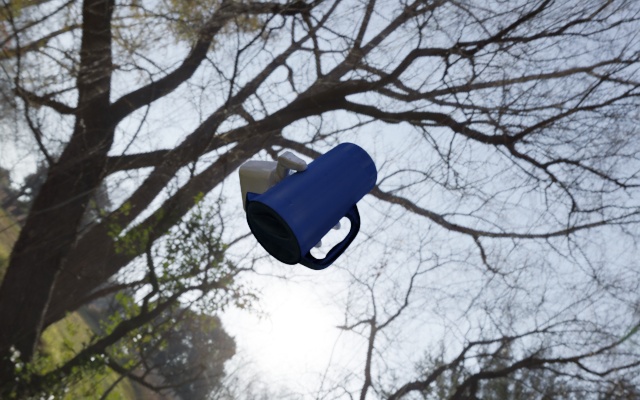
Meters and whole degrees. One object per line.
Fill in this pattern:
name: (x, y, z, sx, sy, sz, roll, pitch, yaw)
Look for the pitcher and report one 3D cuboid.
pitcher: (0.000, 0.003, 0.858, 0.145, 0.149, 0.242, 11, 41, 46)
